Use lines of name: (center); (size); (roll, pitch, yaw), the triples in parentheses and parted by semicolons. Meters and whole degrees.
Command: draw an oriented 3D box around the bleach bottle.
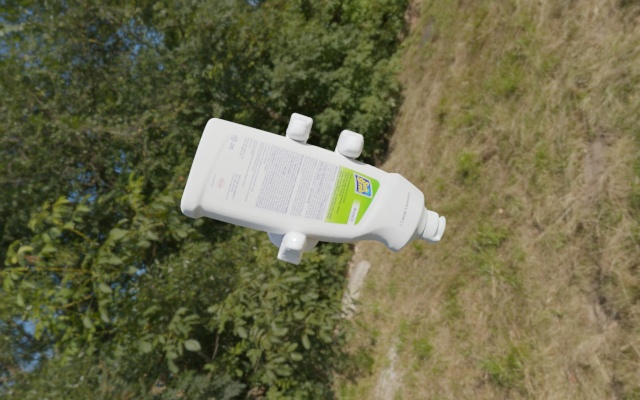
bleach bottle: (0.000, 0.001, 0.477); (0.251, 0.102, 0.068); (17, -5, -5)
